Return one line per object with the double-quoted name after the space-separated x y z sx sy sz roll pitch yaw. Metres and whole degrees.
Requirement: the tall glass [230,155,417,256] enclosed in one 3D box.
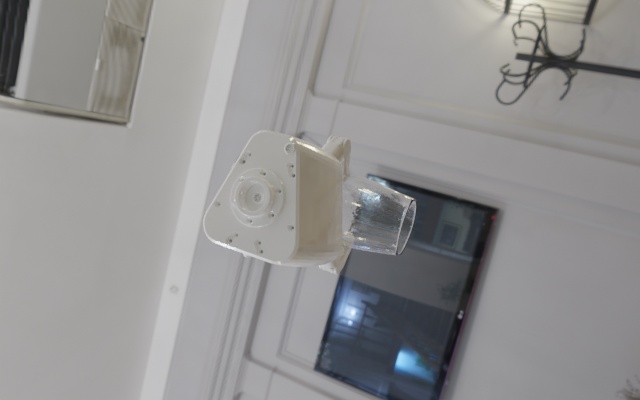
0.000 0.001 0.526 0.201 0.079 0.079 16 6 21 "tall glass"
